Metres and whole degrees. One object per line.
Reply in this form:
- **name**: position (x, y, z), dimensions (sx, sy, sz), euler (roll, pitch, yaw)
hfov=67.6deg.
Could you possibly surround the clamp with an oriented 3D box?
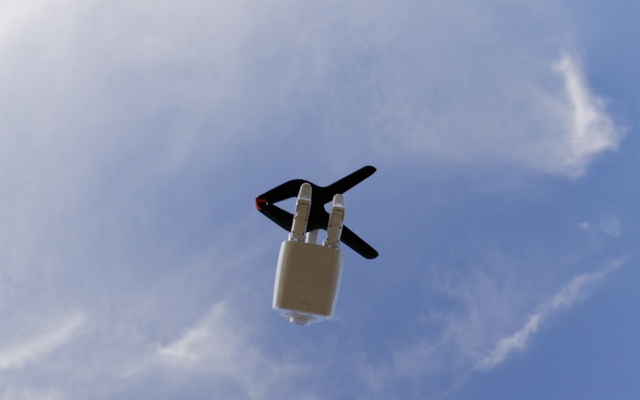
- **clamp**: position (-0.001, 0.003, 0.789), dimensions (0.210, 0.164, 0.036), euler (10, -24, -3)
